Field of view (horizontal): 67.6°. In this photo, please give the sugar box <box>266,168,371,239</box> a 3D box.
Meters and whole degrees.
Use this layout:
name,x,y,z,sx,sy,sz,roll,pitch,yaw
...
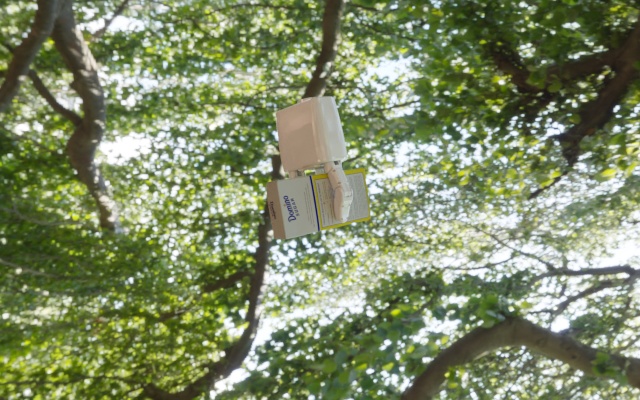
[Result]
name,x,y,z,sx,sy,sz,roll,pitch,yaw
sugar box,0.000,0.002,0.787,0.176,0.093,0.048,-10,2,-32
